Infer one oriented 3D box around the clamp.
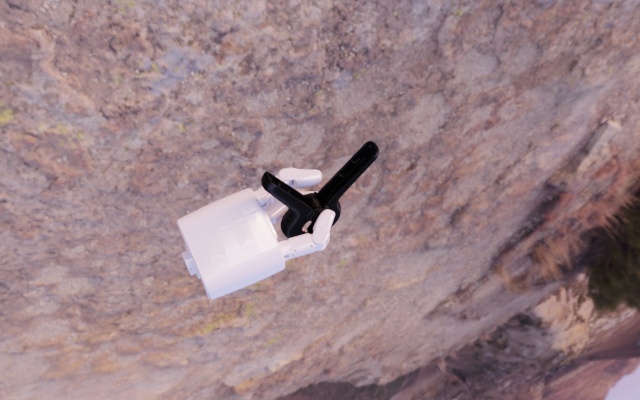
[{"bbox_3d":[0.000,0.003,0.675,0.164,0.036,0.210,-21,-30,-15],"label":"clamp"}]
